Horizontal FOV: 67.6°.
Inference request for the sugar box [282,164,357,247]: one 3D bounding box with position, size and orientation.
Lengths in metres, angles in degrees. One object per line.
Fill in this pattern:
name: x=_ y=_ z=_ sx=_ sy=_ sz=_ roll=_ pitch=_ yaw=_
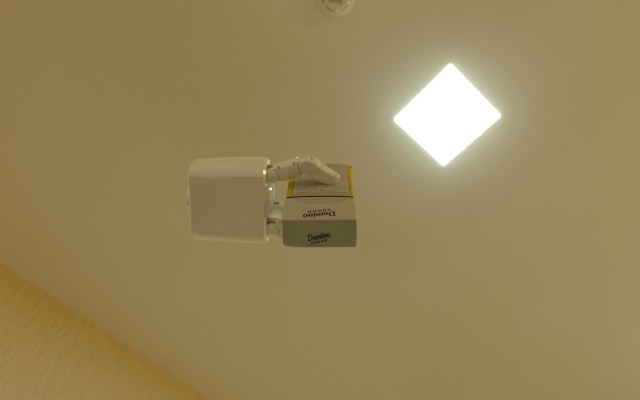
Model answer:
sugar box: x=0.000 y=0.003 z=0.656 sx=0.093 sy=0.048 sz=0.176 roll=0 pitch=29 yaw=2
